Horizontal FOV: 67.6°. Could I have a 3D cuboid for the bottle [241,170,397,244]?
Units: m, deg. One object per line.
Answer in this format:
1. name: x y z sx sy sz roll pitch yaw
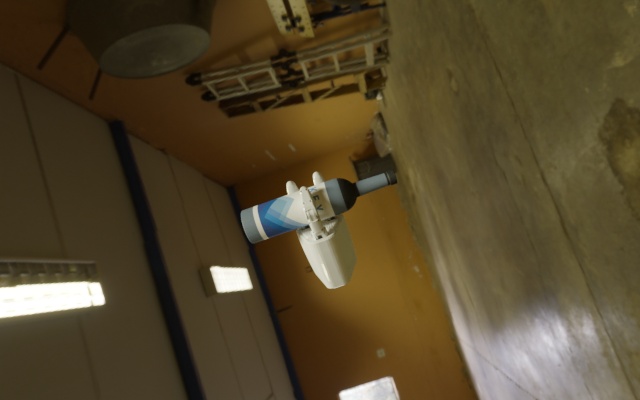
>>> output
1. bottle: 0.000 0.003 0.898 0.296 0.069 0.069 -19 -2 4
